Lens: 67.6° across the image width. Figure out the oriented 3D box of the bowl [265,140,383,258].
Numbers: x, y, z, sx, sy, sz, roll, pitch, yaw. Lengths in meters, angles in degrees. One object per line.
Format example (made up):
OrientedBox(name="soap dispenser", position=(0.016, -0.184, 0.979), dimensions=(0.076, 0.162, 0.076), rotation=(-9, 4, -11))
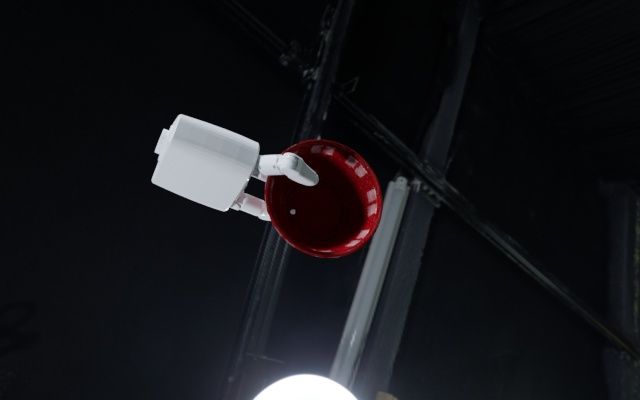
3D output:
OrientedBox(name="bowl", position=(0.001, 0.003, 0.646), dimensions=(0.162, 0.162, 0.055), rotation=(0, -17, -17))
